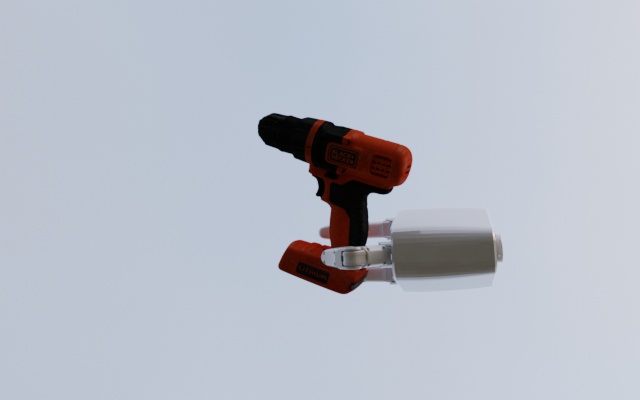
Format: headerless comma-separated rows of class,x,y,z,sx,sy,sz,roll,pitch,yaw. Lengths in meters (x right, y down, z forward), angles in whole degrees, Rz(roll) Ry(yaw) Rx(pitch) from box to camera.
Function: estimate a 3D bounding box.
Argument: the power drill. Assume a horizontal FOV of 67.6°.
power drill,0.000,0.002,0.552,0.184,0.188,0.057,19,25,23
